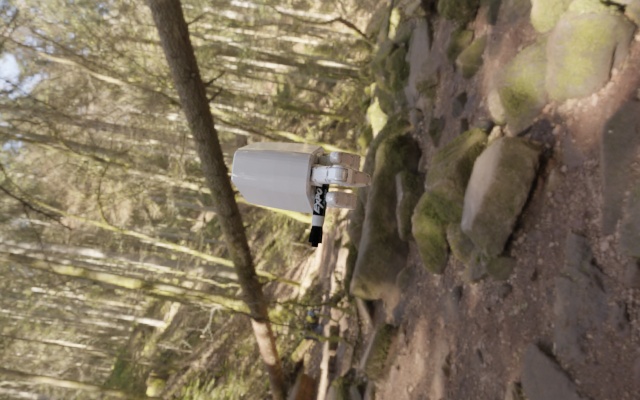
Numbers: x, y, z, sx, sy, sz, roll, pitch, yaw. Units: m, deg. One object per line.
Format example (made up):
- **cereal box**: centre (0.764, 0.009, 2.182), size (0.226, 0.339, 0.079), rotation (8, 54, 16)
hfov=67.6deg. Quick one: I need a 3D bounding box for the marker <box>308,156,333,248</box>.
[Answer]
- **marker**: centre (0.000, 0.002, 0.636), size (0.020, 0.121, 0.020), rotation (7, -3, 0)
